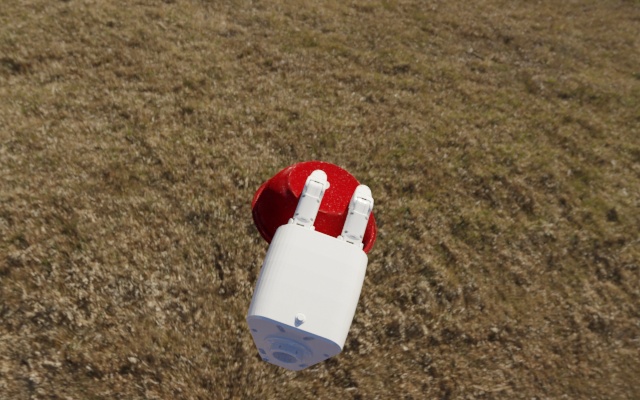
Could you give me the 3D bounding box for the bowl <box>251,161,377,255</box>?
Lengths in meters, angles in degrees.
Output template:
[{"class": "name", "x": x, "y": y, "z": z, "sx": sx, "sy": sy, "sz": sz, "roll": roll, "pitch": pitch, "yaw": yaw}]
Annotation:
[{"class": "bowl", "x": 0.000, "y": 0.001, "z": 0.582, "sx": 0.162, "sy": 0.055, "sz": 0.162, "roll": 11, "pitch": 42, "yaw": -10}]
